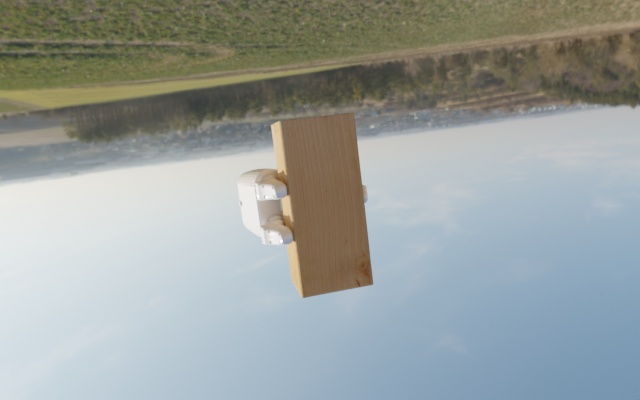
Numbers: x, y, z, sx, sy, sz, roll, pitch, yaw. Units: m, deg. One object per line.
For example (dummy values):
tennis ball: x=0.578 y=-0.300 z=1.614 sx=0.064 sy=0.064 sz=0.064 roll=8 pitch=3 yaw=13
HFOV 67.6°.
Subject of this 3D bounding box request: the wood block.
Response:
wood block: x=0.000 y=0.002 z=0.593 sx=0.091 sy=0.206 sz=0.090 roll=-9 pitch=7 yaw=-11
